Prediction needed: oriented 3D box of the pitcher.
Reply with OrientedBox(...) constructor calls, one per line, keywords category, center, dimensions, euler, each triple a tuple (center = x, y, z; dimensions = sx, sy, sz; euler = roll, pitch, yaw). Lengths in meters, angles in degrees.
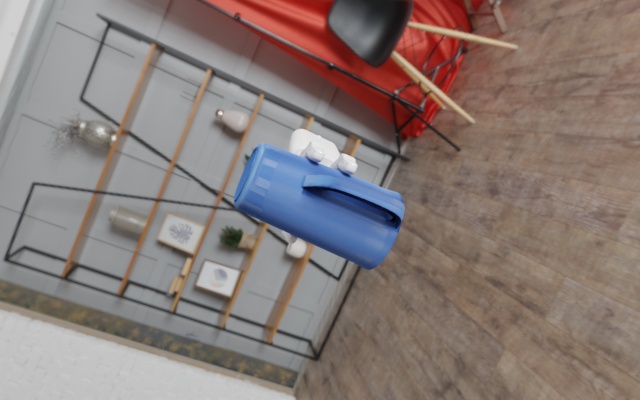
OrientedBox(category="pitcher", center=(0.000, 0.002, 0.731), dimensions=(0.243, 0.149, 0.145), euler=(23, 23, -15))
